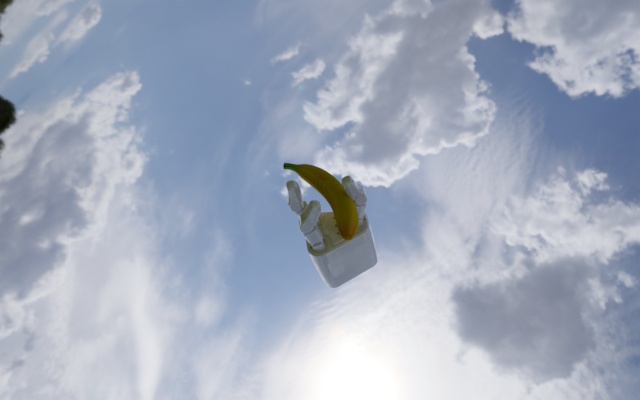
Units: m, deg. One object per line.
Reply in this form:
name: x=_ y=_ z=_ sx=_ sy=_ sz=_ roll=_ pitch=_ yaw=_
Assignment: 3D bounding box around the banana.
banana: x=0.014 y=-0.005 z=0.770 sx=0.069 sy=0.037 sz=0.197 roll=-20 pitch=45 yaw=-26
